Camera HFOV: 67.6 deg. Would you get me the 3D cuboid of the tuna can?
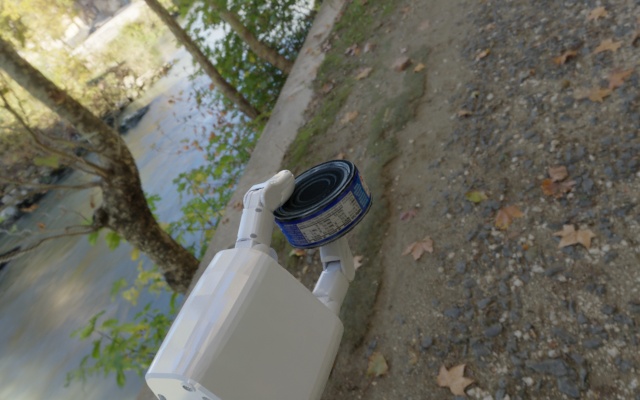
[{"bbox_3d":[0.000,0.001,0.416,0.086,0.034,0.086,-26,26,13],"label":"tuna can"}]
